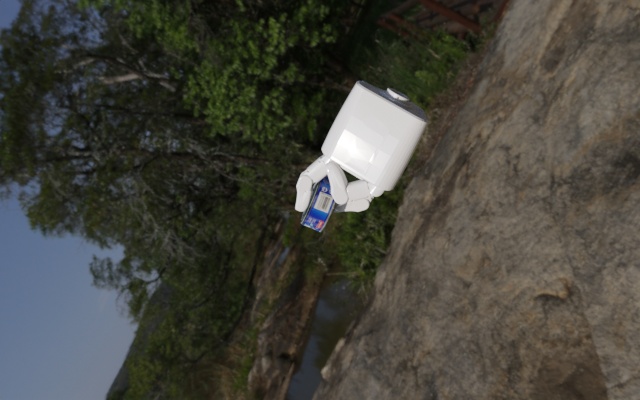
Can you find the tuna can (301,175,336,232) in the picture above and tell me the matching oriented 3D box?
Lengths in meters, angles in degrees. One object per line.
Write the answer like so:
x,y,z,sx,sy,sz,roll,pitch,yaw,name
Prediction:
0.000,0.002,0.725,0.034,0.086,0.086,22,-3,-6,tuna can
